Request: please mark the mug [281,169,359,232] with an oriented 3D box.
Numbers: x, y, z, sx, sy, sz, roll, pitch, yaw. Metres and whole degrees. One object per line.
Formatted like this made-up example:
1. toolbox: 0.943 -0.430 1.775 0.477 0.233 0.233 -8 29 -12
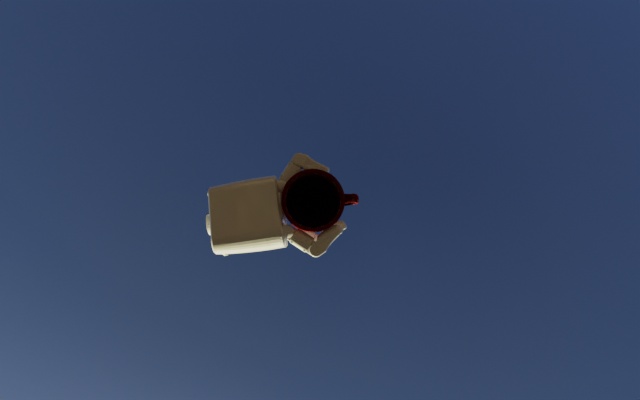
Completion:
1. mug: 0.002 0.002 0.732 0.117 0.093 0.081 -7 -6 -2
